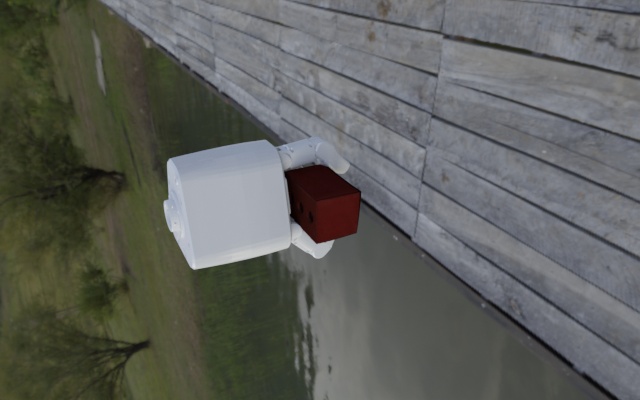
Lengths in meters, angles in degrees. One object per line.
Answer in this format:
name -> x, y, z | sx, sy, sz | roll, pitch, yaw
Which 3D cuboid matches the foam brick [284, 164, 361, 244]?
foam brick -> 0.000, 0.002, 0.511 | 0.051, 0.053, 0.078 | -13, 32, -26
